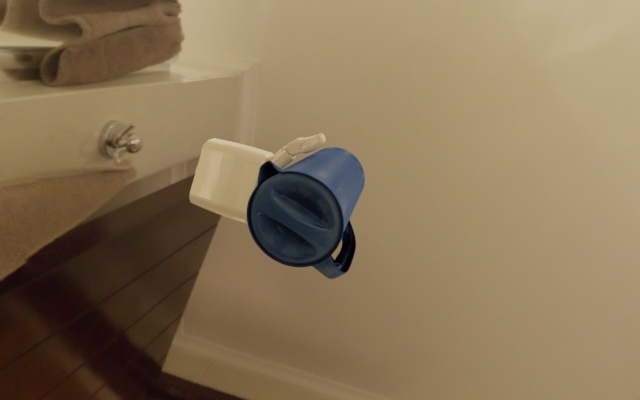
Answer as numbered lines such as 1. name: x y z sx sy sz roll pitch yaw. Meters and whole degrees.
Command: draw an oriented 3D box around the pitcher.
1. pitcher: 0.000 0.002 0.725 0.145 0.149 0.242 15 20 11
